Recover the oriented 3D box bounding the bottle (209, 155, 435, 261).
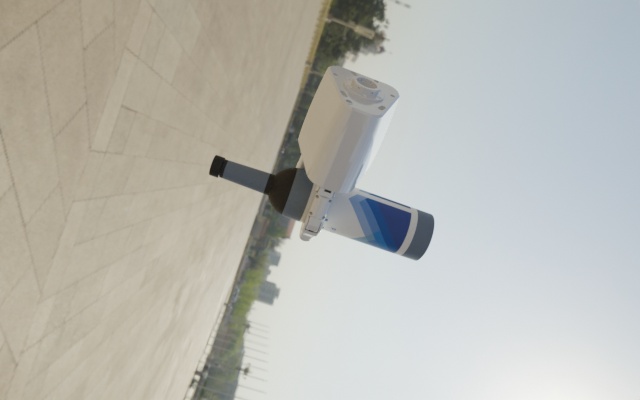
[{"bbox_3d":[0.000,0.002,0.626,0.296,0.069,0.069,19,-2,-6],"label":"bottle"}]
